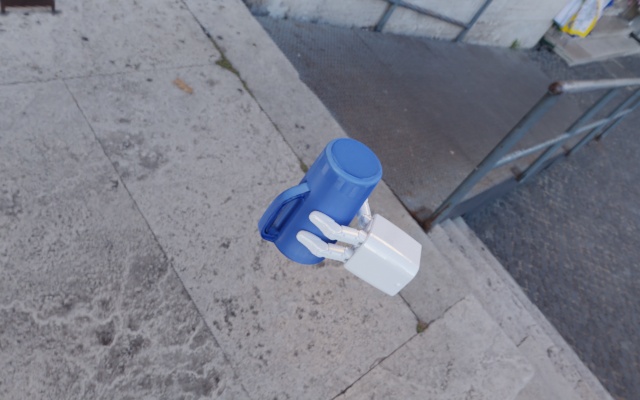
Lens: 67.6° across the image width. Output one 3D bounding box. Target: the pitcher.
[{"bbox_3d":[0.000,0.003,0.869,0.145,0.243,0.149,35,43,0],"label":"pitcher"}]
